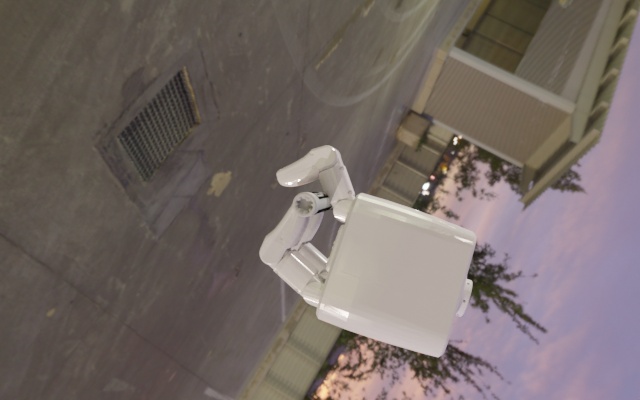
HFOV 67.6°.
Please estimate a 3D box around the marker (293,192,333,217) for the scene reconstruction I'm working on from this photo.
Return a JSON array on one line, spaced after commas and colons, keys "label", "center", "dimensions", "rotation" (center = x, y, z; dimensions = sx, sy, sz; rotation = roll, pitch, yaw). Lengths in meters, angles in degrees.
[{"label": "marker", "center": [0.000, 0.001, 0.419], "dimensions": [0.020, 0.020, 0.121], "rotation": [0, 2, 12]}]
